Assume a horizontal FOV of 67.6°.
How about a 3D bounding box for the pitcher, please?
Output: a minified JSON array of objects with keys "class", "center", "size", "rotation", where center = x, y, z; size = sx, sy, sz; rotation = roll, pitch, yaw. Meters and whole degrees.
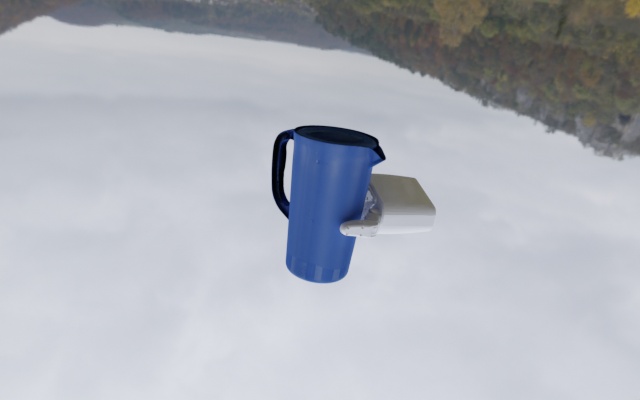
[{"class":"pitcher","center":[0.000,0.003,0.774],"size":[0.145,0.243,0.149],"rotation":[1,21,-21]}]
